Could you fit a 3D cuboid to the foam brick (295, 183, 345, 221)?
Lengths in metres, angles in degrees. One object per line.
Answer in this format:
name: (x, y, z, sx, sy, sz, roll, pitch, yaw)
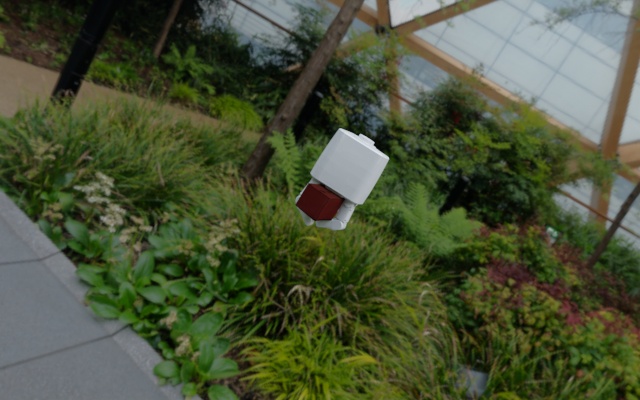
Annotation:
foam brick: (0.000, 0.003, 0.897, 0.053, 0.051, 0.078, 37, 14, 20)
